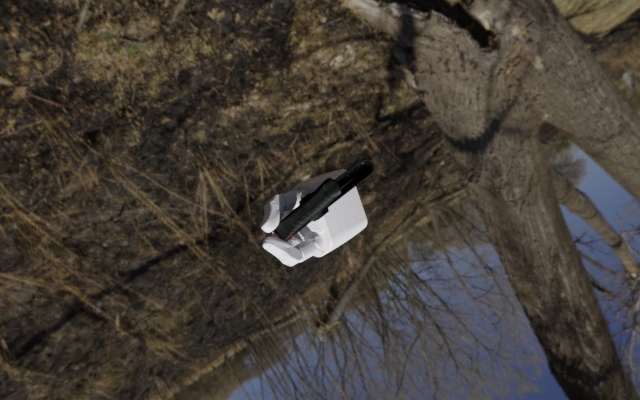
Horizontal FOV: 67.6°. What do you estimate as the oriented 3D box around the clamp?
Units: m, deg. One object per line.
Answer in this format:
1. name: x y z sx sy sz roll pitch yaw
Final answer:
1. clamp: 0.000 0.003 0.657 0.120 0.039 0.171 -25 -9 -47
